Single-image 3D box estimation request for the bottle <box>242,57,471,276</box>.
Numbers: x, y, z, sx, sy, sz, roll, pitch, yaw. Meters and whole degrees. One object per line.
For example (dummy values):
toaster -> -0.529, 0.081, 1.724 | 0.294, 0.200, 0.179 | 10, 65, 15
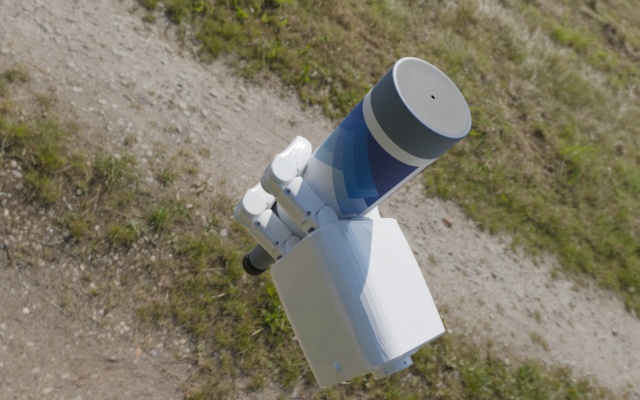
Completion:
bottle -> 0.000, 0.001, 0.418 | 0.069, 0.069, 0.296 | 0, -28, -35
